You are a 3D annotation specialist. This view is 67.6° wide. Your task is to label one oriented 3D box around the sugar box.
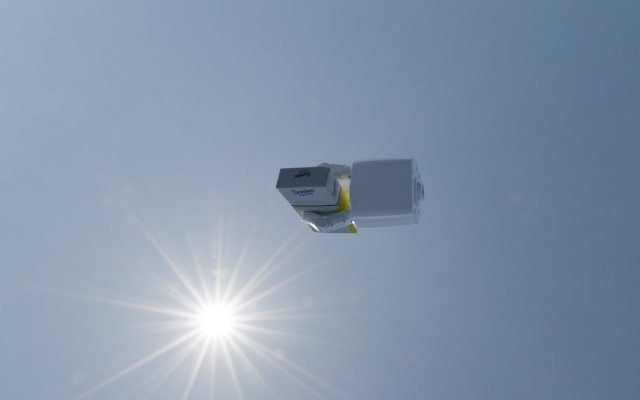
[{"bbox_3d":[0.000,0.002,0.849,0.093,0.048,0.176,-1,-31,22],"label":"sugar box"}]
